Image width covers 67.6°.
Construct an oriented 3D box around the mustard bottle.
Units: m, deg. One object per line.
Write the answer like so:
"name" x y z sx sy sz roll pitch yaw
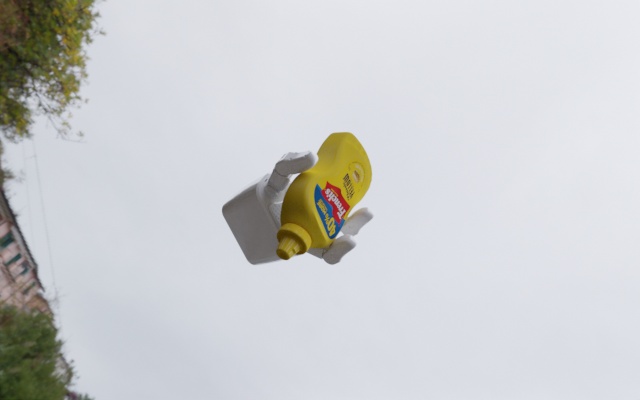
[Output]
"mustard bottle" 0.000 0.002 0.598 0.058 0.096 0.191 4 41 33
